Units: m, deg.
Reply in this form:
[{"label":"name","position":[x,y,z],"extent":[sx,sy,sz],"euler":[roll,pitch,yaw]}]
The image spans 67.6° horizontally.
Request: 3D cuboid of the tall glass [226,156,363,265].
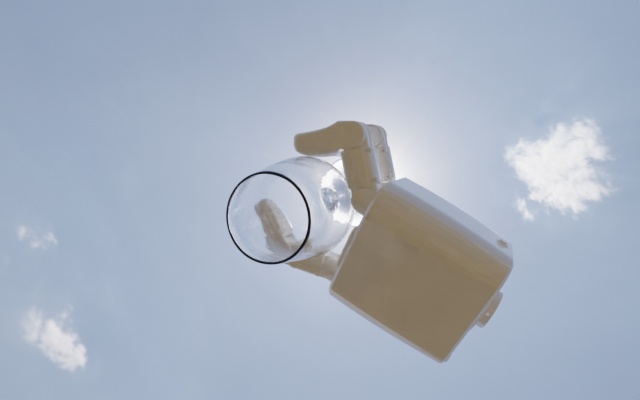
[{"label":"tall glass","position":[0.000,0.001,0.402],"extent":[0.079,0.079,0.201],"euler":[0,6,21]}]
